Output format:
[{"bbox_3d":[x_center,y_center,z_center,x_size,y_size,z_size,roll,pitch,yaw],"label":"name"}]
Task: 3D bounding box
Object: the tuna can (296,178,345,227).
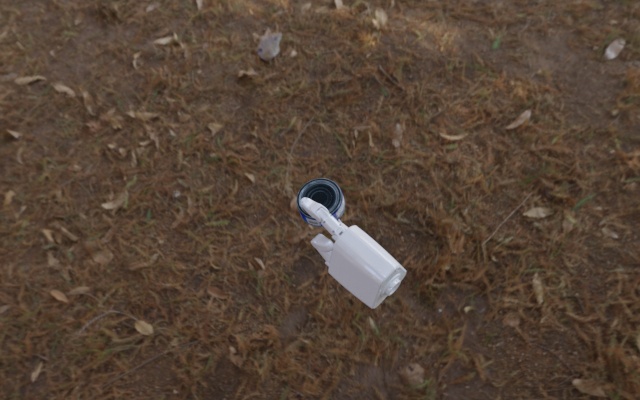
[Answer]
[{"bbox_3d":[0.000,0.003,0.866,0.086,0.086,0.034,0,-28,12],"label":"tuna can"}]
